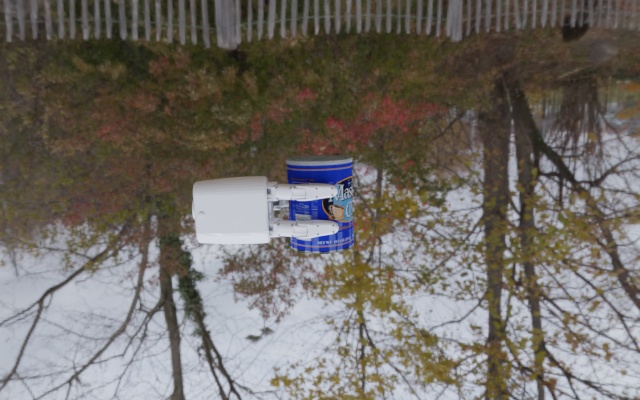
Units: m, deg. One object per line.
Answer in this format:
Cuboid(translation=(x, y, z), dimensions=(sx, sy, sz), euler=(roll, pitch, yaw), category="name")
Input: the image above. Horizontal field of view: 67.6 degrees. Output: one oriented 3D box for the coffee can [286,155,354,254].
Cuboid(translation=(0.000, 0.002, 0.749), dimensions=(0.103, 0.140, 0.103), euler=(-2, 10, 0), category="coffee can")
